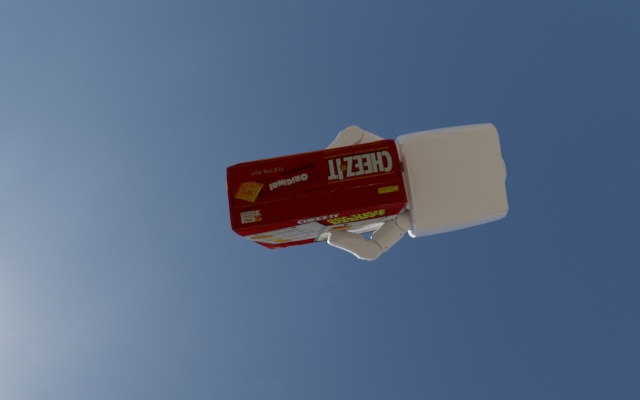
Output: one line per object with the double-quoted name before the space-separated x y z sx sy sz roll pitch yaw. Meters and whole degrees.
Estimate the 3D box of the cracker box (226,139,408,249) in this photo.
"cracker box" 0.000 0.002 0.539 0.164 0.072 0.214 -10 -11 1
